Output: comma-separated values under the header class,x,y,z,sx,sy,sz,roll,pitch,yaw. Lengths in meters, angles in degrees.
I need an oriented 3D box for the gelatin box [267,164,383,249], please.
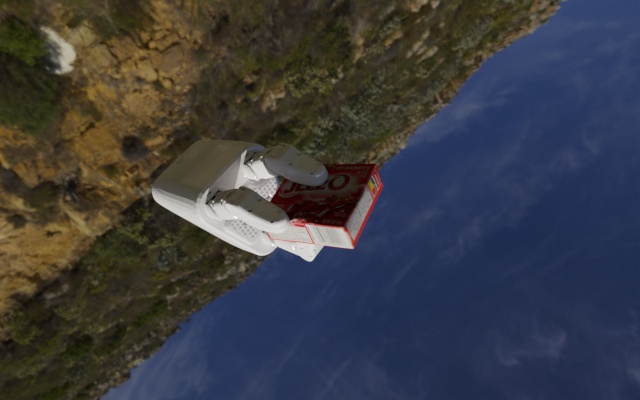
class,x,y,z,sx,sy,sz,roll,pitch,yaw
gelatin box,0.001,0.002,0.414,0.089,0.073,0.030,3,-42,33
